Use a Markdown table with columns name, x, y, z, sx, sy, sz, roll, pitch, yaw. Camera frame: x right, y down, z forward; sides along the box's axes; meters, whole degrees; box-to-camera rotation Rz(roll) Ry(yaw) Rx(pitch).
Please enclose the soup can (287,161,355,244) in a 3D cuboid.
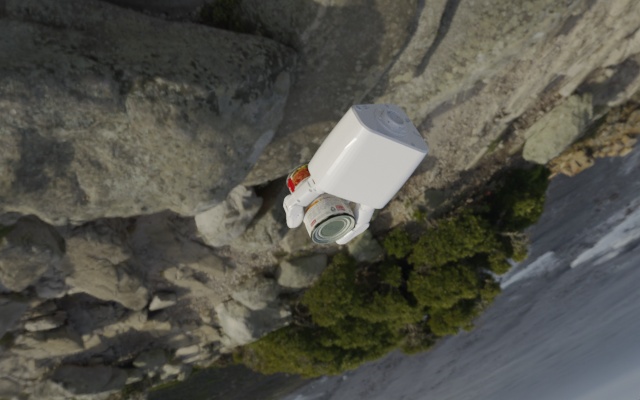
| name | x | y | z | sx | sy | sz | roll | pitch | yaw |
| --- | --- | --- | --- | --- | --- | --- | --- | --- | --- |
| soup can | 0.000 | 0.003 | 0.681 | 0.068 | 0.102 | 0.069 | -18 | -33 | -12 |
